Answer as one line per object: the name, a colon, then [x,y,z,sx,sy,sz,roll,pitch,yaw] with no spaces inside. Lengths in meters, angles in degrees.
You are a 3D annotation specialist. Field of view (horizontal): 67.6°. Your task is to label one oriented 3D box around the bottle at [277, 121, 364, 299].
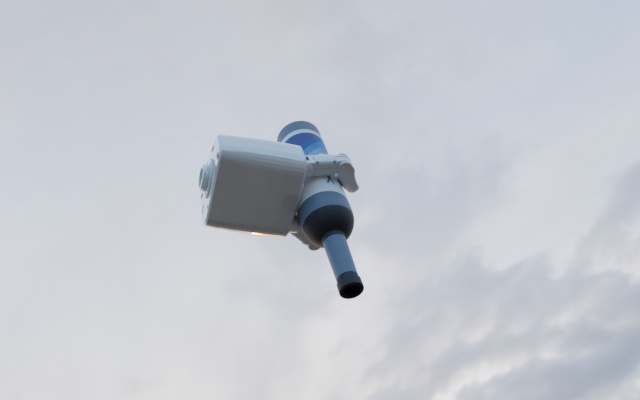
bottle: [0.000,0.002,0.612,0.069,0.069,0.295,0,40,-17]
